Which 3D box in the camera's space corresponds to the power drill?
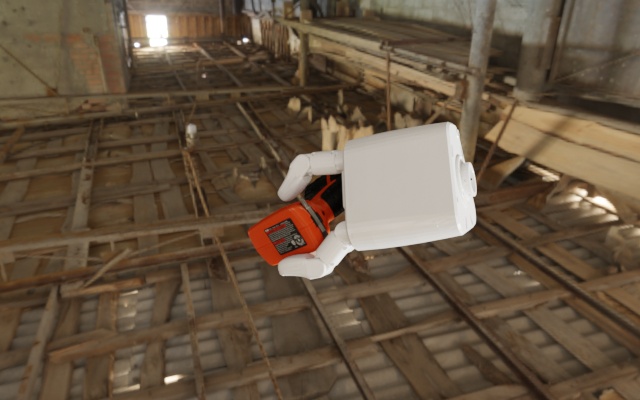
[{"bbox_3d":[0.000,0.002,0.586,0.184,0.057,0.187,-29,9,48],"label":"power drill"}]
